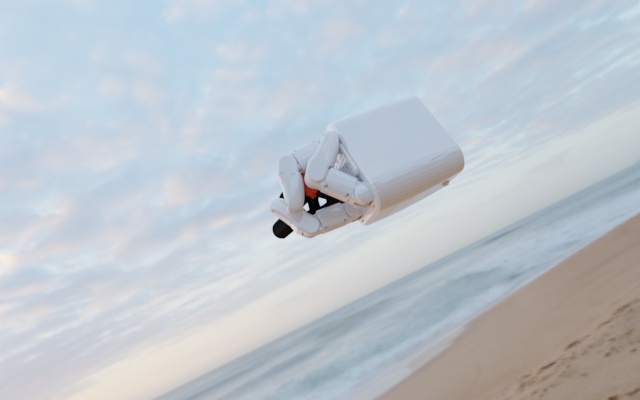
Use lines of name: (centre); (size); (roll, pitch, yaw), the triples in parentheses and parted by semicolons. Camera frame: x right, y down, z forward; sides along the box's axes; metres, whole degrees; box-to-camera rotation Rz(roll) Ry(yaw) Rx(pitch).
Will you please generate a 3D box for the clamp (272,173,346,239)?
clamp: (0.000, 0.001, 0.582); (0.120, 0.039, 0.171); (-23, -13, -13)
